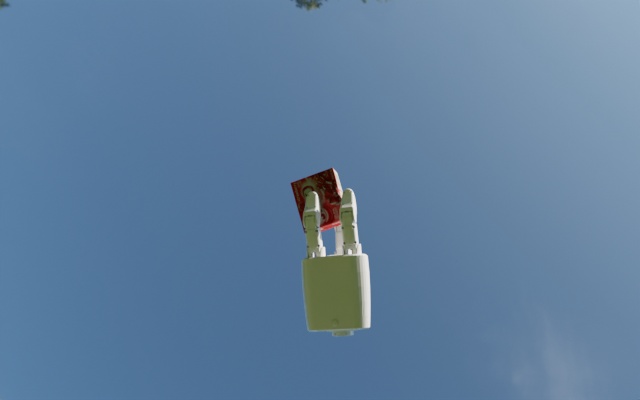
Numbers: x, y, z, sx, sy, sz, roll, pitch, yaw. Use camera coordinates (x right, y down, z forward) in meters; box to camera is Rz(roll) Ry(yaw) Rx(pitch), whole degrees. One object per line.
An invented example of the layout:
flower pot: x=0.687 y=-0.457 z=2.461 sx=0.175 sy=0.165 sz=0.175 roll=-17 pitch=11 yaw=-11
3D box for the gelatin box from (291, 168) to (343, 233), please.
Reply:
gelatin box: x=0.000 y=0.002 z=0.747 sx=0.073 sy=0.089 sz=0.030 roll=-19 pitch=-20 yaw=11
